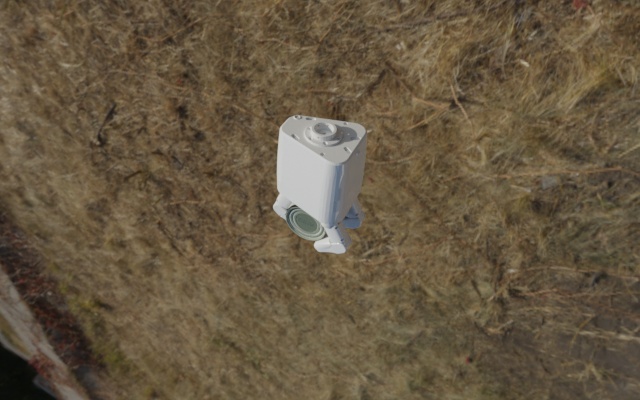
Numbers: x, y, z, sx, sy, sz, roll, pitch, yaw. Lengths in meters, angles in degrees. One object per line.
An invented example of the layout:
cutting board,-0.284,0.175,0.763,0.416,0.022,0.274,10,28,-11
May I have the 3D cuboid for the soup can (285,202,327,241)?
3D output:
soup can,0.000,0.003,0.712,0.068,0.068,0.102,0,39,33
